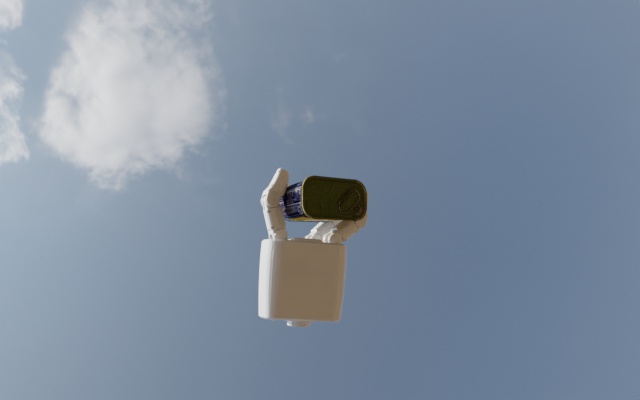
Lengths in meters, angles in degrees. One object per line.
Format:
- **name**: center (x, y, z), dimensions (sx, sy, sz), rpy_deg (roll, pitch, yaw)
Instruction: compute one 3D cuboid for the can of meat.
- **can of meat**: center (0.000, 0.002, 0.672), dimensions (0.102, 0.057, 0.084), rpy_deg (4, -9, -30)
